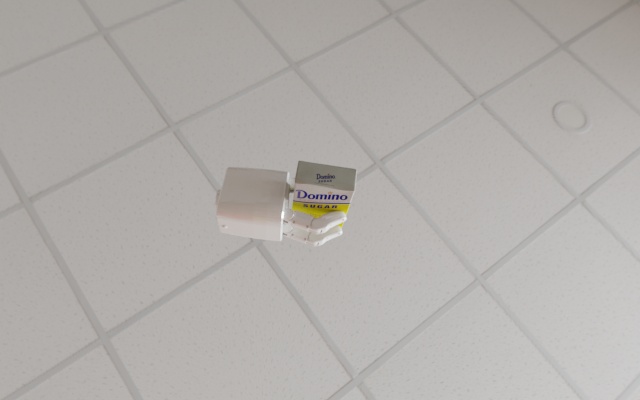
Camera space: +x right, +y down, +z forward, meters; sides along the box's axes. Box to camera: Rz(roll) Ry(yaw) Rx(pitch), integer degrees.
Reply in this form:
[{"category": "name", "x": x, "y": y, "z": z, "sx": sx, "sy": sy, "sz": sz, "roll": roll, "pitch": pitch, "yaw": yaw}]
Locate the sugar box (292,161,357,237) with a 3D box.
[{"category": "sugar box", "x": 0.000, "y": 0.003, "z": 0.790, "sx": 0.093, "sy": 0.048, "sz": 0.176, "roll": 8, "pitch": -25, "yaw": -1}]
